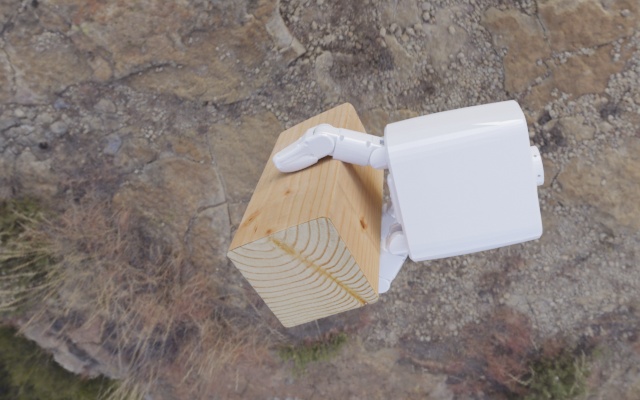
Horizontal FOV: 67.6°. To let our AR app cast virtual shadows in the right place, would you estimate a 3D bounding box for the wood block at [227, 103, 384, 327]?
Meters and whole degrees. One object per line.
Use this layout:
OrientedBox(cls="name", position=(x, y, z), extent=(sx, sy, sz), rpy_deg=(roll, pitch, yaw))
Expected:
OrientedBox(cls="wood block", position=(0.000, 0.001, 0.447), extent=(0.090, 0.091, 0.206), rpy_deg=(-21, 28, 21))
